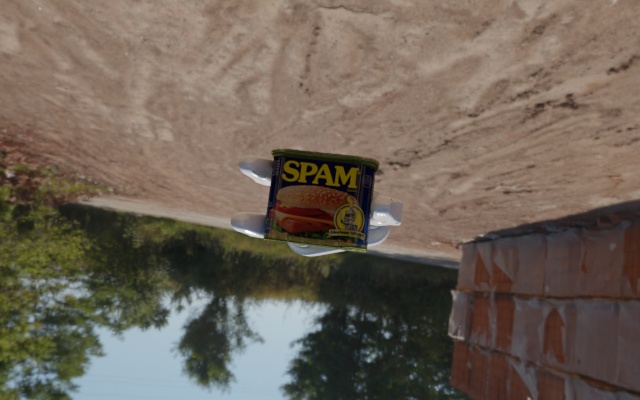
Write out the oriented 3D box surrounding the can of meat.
[{"bbox_3d":[0.000,0.002,0.449,0.102,0.084,0.057,6,-7,6],"label":"can of meat"}]
